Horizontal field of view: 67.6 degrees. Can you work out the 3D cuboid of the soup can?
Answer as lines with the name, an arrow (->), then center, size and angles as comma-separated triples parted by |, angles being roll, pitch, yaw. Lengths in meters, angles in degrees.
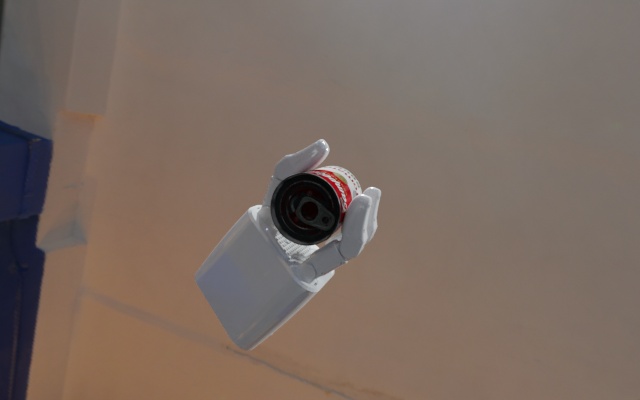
soup can -> 0.000, 0.001, 0.483 | 0.068, 0.068, 0.102 | 0, 8, 17
